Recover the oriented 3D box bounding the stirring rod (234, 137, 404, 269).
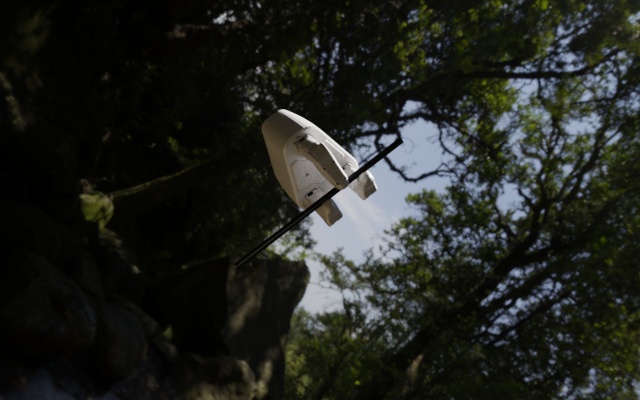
[{"bbox_3d":[0.000,0.002,0.550,0.239,0.011,0.011,-37,4,-6],"label":"stirring rod"}]
